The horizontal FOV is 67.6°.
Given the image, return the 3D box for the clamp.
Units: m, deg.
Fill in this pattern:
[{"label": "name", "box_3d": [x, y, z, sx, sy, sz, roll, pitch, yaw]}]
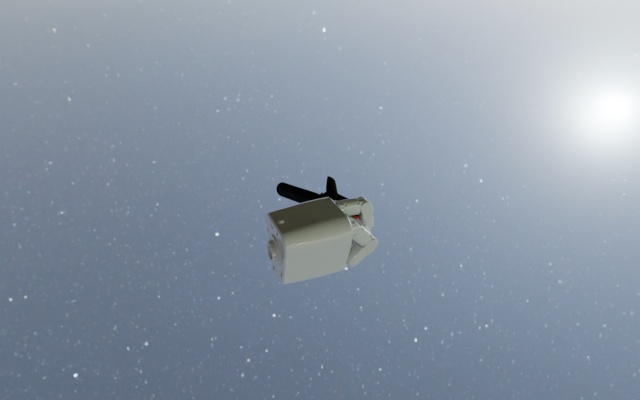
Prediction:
[{"label": "clamp", "box_3d": [0.000, 0.003, 0.826, 0.120, 0.039, 0.171, -10, 28, -21]}]
